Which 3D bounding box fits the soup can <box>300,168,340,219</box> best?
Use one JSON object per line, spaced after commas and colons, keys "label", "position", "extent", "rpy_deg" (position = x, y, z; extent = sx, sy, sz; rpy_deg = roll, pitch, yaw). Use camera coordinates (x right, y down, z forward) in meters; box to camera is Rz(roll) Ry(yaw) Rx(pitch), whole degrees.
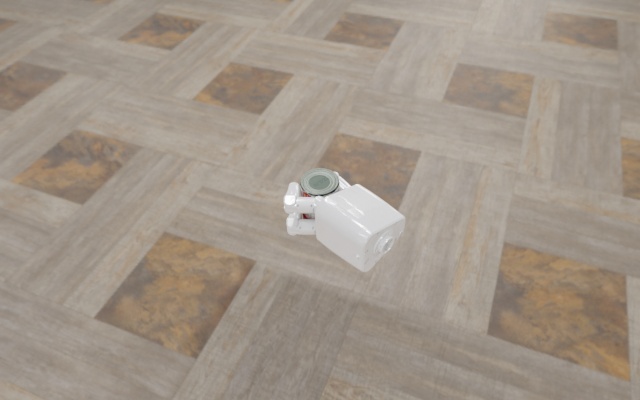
{"label": "soup can", "position": [0.000, 0.002, 0.833], "extent": [0.068, 0.068, 0.102], "rpy_deg": [0, -44, 3]}
